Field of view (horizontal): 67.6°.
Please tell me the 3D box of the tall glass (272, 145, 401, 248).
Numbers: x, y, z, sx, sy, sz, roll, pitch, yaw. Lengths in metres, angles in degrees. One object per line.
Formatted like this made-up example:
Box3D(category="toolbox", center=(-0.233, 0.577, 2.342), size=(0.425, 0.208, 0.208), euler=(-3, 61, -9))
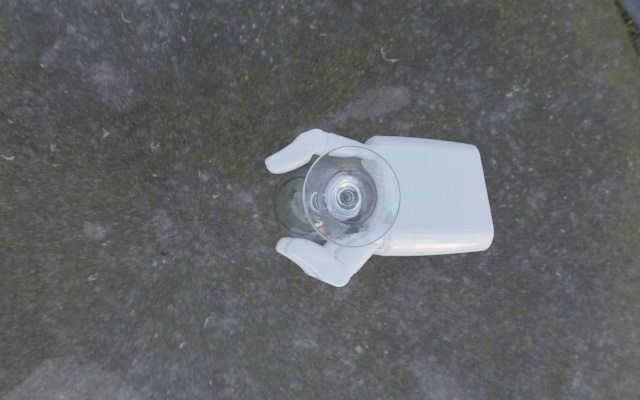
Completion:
Box3D(category="tall glass", center=(0.000, 0.001, 0.439), size=(0.079, 0.079, 0.201), euler=(0, -2, -14))
